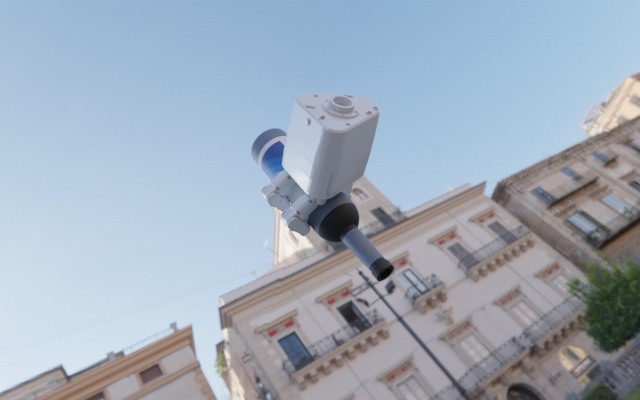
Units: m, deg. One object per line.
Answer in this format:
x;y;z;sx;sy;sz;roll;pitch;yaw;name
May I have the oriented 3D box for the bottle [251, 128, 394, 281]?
0.000;0.002;0.682;0.069;0.069;0.295;0;38;-45;bottle
